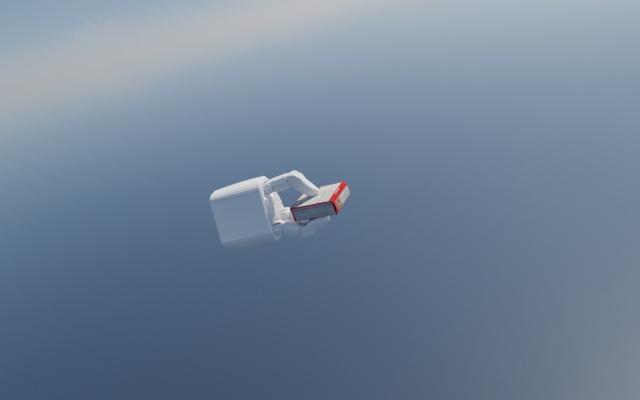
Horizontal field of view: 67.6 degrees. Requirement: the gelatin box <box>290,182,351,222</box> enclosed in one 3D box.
[{"bbox_3d":[0.000,0.002,0.846,0.089,0.030,0.073,-12,22,29],"label":"gelatin box"}]
